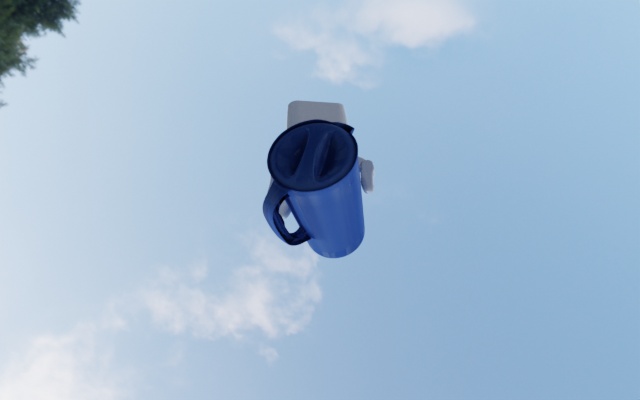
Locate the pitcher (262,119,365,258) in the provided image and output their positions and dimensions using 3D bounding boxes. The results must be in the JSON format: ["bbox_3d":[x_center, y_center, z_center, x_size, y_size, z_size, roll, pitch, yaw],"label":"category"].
[{"bbox_3d":[0.000,0.002,0.773,0.149,0.145,0.243,-9,-35,6],"label":"pitcher"}]
